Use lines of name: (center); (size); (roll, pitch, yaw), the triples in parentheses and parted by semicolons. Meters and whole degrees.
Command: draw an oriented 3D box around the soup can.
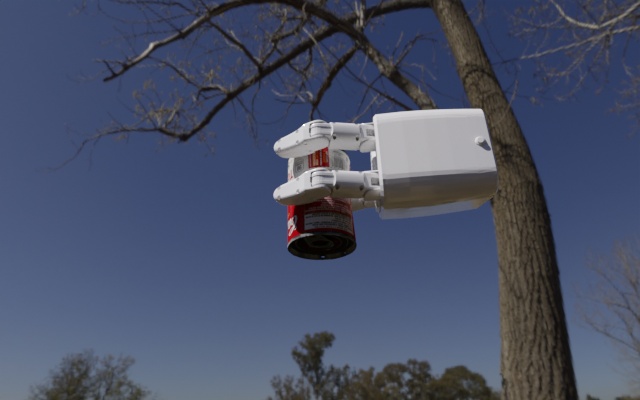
soup can: (0.000, 0.001, 0.490); (0.068, 0.102, 0.068); (-1, -27, -1)
